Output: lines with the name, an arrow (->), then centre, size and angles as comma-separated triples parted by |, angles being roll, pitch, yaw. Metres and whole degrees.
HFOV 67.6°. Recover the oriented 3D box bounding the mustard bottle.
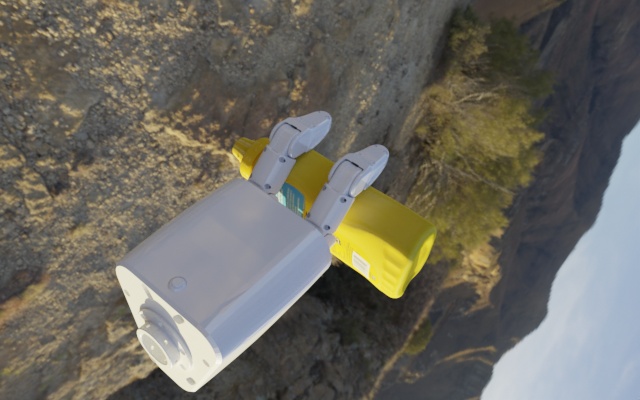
mustard bottle -> 0.000, 0.001, 0.401 | 0.191, 0.058, 0.096 | 34, -19, 19
